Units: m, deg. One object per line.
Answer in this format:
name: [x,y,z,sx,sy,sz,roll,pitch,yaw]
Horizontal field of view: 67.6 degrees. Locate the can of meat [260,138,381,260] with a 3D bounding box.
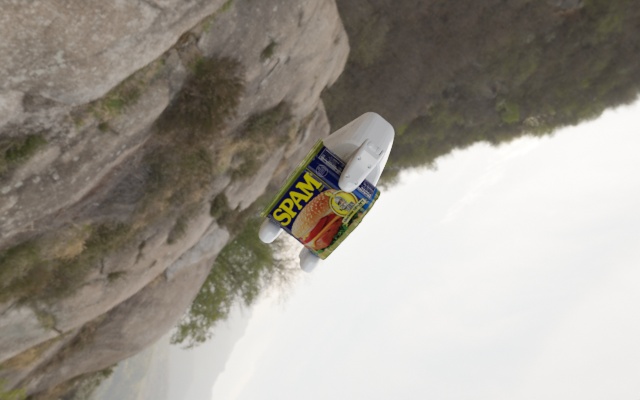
can of meat: [0.000,0.002,0.497,0.084,0.102,0.057,38,32,-4]
